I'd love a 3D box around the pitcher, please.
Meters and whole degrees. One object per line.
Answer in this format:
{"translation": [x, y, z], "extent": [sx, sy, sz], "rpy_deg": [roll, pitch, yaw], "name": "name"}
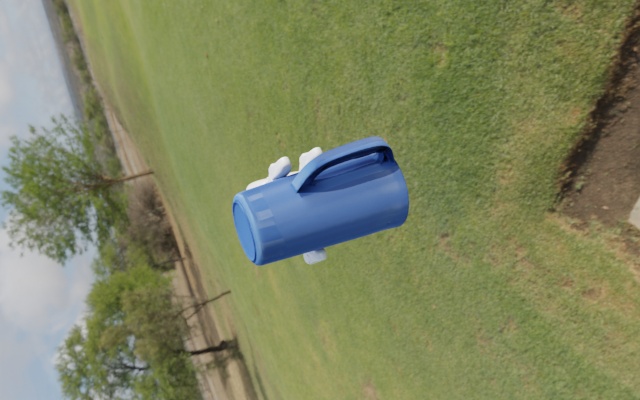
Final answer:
{"translation": [0.000, 0.002, 0.705], "extent": [0.243, 0.149, 0.145], "rpy_deg": [-17, 7, -22], "name": "pitcher"}
